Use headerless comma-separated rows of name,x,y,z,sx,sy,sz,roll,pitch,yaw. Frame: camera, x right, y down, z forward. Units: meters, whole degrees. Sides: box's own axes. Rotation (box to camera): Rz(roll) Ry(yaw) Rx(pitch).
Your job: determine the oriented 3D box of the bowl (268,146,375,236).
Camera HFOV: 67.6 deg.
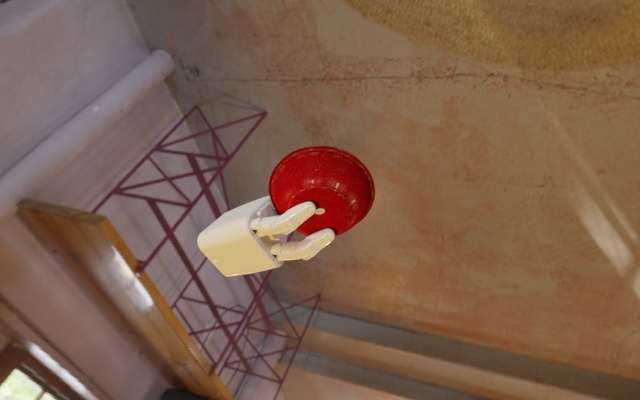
bowl,0.001,0.002,0.701,0.162,0.162,0.055,0,36,4
